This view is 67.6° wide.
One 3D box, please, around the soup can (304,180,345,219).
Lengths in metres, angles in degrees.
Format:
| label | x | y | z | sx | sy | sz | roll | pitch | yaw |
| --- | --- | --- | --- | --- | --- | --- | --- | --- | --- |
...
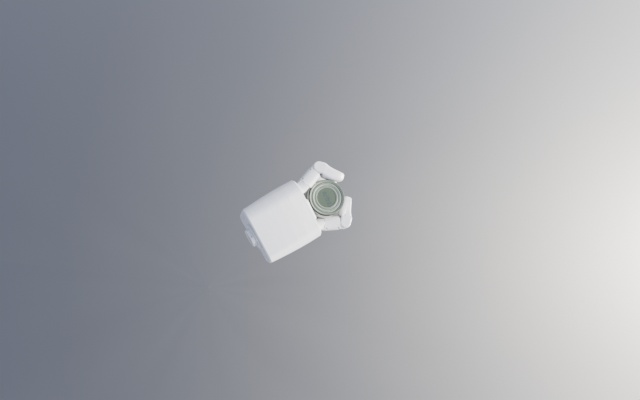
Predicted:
| label | x | y | z | sx | sy | sz | roll | pitch | yaw |
| --- | --- | --- | --- | --- | --- | --- | --- | --- | --- |
| soup can | 0.001 | 0.003 | 0.894 | 0.068 | 0.068 | 0.102 | 0 | -10 | -13 |
